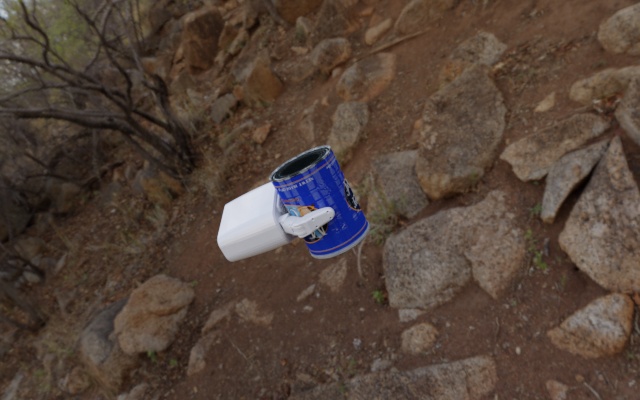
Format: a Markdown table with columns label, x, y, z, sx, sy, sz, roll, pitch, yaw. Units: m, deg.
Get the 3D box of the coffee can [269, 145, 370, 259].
| label | x | y | z | sx | sy | sz | roll | pitch | yaw |
| --- | --- | --- | --- | --- | --- | --- | --- | --- | --- |
| coffee can | 0.000 | 0.002 | 0.725 | 0.103 | 0.140 | 0.102 | -25 | 18 | 9 |
